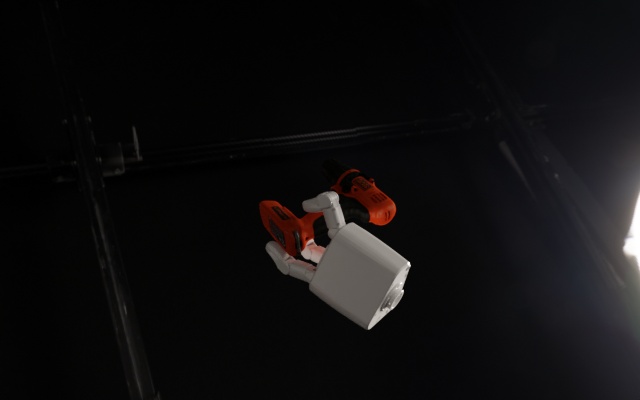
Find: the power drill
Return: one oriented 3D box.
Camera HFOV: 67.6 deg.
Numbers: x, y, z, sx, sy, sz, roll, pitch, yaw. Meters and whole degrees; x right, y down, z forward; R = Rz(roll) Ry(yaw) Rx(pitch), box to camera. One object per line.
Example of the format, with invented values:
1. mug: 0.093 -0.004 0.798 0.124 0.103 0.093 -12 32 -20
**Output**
1. power drill: 0.000 0.003 0.777 0.187 0.057 0.184 -24 40 -21
